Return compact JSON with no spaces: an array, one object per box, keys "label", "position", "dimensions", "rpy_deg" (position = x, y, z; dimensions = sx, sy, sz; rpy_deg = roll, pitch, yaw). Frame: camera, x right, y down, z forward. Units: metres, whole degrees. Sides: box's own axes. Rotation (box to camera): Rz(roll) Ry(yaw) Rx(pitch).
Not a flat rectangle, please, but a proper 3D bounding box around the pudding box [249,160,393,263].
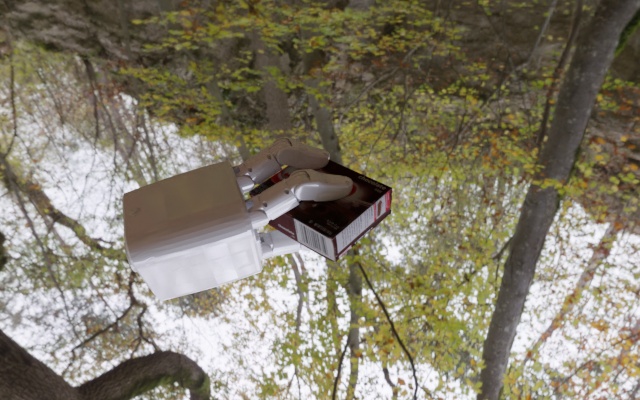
[{"label":"pudding box","position":[0.000,0.002,0.473],"dimensions":[0.113,0.039,0.090],"rpy_deg":[29,52,32]}]
